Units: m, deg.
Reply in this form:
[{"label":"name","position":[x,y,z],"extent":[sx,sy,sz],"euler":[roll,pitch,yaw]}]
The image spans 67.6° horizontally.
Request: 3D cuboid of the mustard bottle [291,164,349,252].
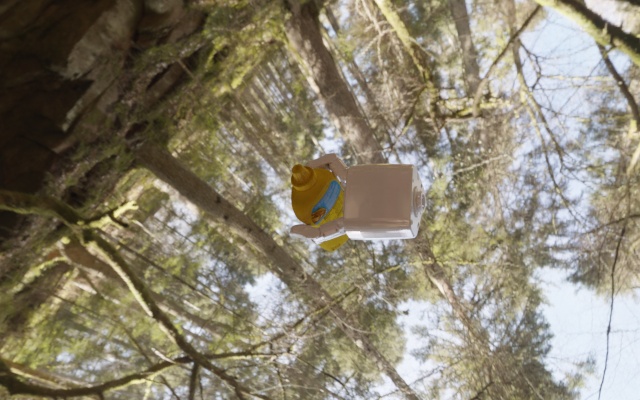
[{"label":"mustard bottle","position":[0.000,0.003,0.799],"extent":[0.058,0.096,0.192],"euler":[24,-20,36]}]
